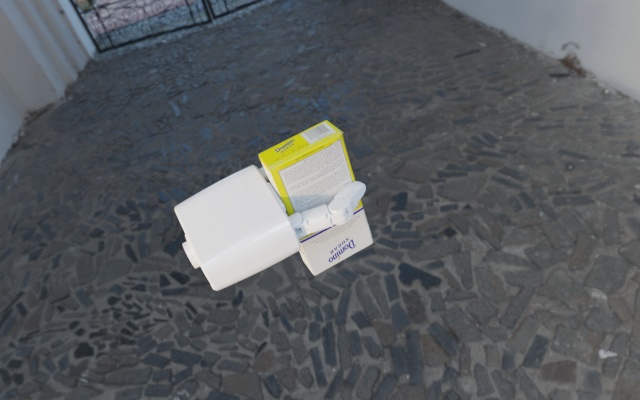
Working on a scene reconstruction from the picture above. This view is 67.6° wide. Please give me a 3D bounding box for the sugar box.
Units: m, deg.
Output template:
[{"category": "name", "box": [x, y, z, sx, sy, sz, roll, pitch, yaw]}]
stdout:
[{"category": "sugar box", "box": [0.000, 0.002, 0.579, 0.093, 0.176, 0.048, -28, 41, -12]}]
